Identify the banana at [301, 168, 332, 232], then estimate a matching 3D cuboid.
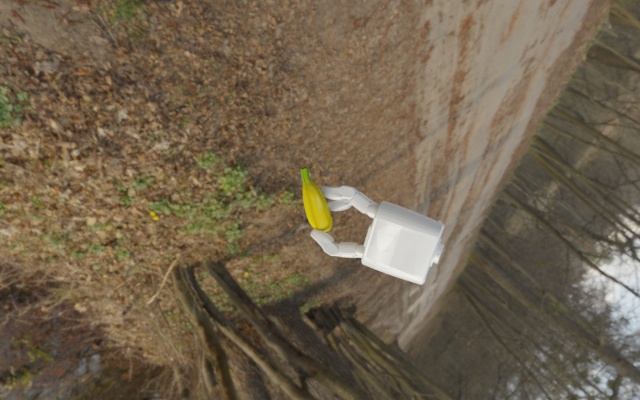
[{"bbox_3d":[-0.001,0.018,0.827,0.037,0.069,0.198,-2,-26,8],"label":"banana"}]
